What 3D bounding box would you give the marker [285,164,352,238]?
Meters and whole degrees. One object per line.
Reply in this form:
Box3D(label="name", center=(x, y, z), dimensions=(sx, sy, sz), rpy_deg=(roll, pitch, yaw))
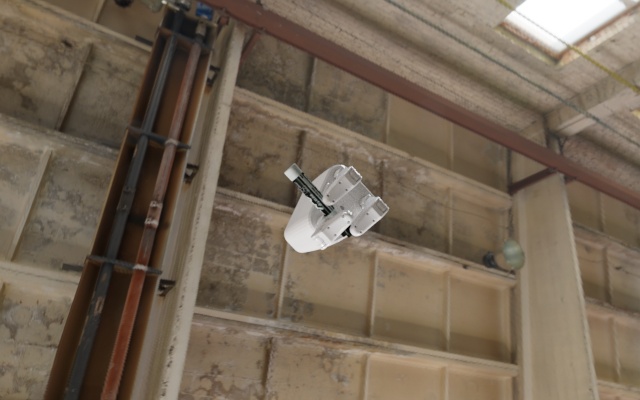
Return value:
Box3D(label="marker", center=(0.000, 0.002, 0.626), dimensions=(0.020, 0.121, 0.020), rpy_deg=(-42, 7, 6))
